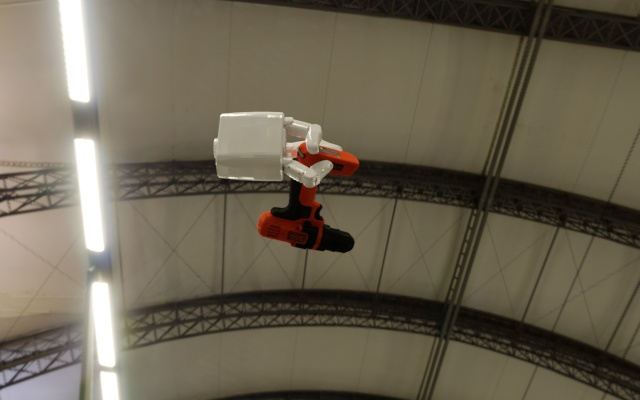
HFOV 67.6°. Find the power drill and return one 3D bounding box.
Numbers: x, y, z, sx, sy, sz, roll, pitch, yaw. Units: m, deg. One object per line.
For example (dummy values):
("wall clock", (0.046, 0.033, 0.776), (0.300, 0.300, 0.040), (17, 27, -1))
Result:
("power drill", (0.000, 0.002, 0.840), (0.184, 0.188, 0.057), (13, 21, -20))
